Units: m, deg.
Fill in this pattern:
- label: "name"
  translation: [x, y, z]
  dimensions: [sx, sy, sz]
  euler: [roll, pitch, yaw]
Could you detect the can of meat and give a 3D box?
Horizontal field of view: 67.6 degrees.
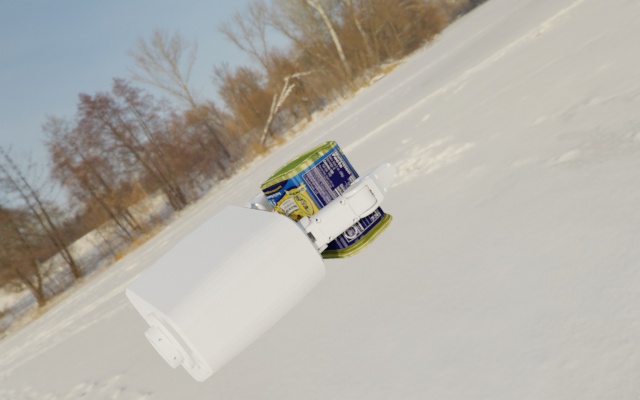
- label: "can of meat"
  translation: [0.000, 0.001, 0.416]
  dimensions: [0.057, 0.084, 0.102]
  euler: [-40, 11, -26]
